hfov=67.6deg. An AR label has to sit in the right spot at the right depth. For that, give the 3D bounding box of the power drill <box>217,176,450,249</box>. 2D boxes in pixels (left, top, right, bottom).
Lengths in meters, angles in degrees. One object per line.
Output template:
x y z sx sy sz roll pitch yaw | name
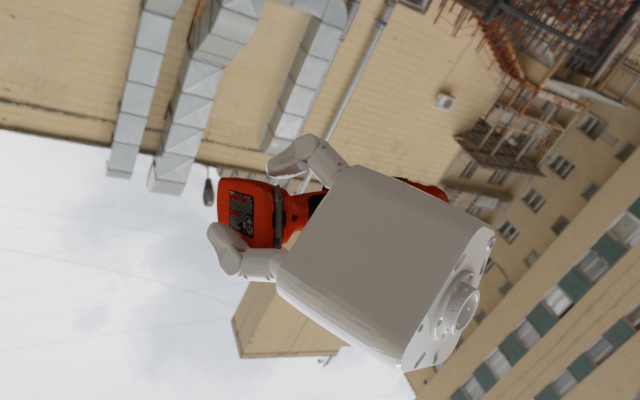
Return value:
0.000 0.002 0.464 0.187 0.057 0.184 -5 8 -31 | power drill
